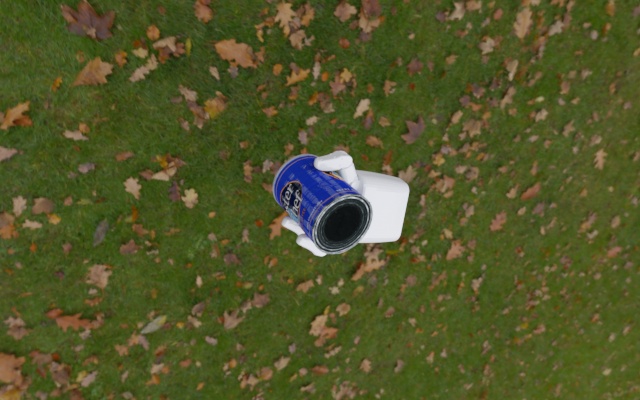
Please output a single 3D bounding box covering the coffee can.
[{"bbox_3d":[0.000,0.002,0.741,0.103,0.103,0.140,0,29,-33],"label":"coffee can"}]
